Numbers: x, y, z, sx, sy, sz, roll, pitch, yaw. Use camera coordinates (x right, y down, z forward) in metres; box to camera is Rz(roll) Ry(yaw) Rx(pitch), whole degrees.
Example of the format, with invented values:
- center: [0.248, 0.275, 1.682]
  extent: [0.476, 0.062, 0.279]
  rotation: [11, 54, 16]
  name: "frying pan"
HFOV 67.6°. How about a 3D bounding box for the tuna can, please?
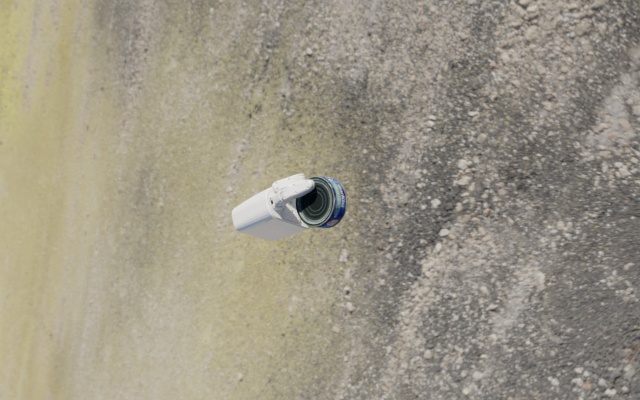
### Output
- center: [0.000, 0.003, 0.784]
  extent: [0.086, 0.086, 0.034]
  rotation: [0, -4, 39]
  name: "tuna can"
